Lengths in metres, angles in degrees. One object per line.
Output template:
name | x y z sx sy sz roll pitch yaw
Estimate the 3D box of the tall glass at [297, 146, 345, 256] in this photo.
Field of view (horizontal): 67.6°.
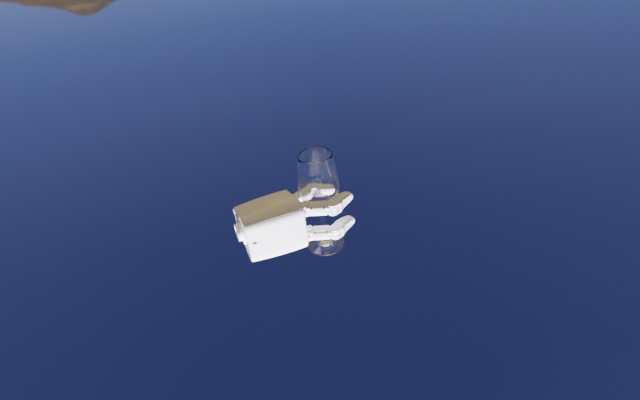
tall glass | 0.000 0.003 0.882 0.079 0.201 0.079 -5 34 3
